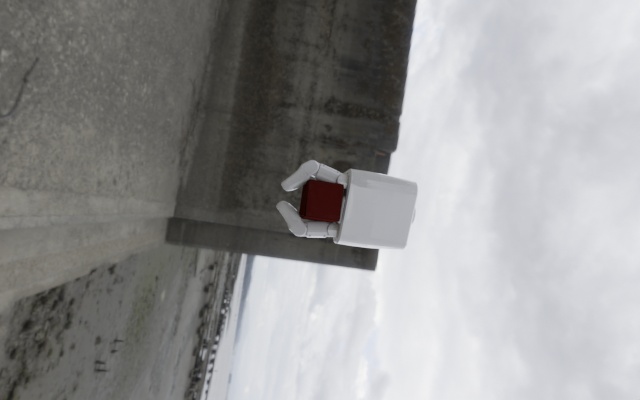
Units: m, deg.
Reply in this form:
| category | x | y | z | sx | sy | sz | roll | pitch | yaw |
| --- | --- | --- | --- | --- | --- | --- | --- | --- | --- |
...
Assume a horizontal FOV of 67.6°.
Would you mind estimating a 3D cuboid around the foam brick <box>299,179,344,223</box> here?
| category | x | y | z | sx | sy | sz | roll | pitch | yaw |
| --- | --- | --- | --- | --- | --- | --- | --- | --- | --- |
| foam brick | 0.000 | 0.002 | 0.687 | 0.051 | 0.053 | 0.078 | 9 | -5 | -7 |
